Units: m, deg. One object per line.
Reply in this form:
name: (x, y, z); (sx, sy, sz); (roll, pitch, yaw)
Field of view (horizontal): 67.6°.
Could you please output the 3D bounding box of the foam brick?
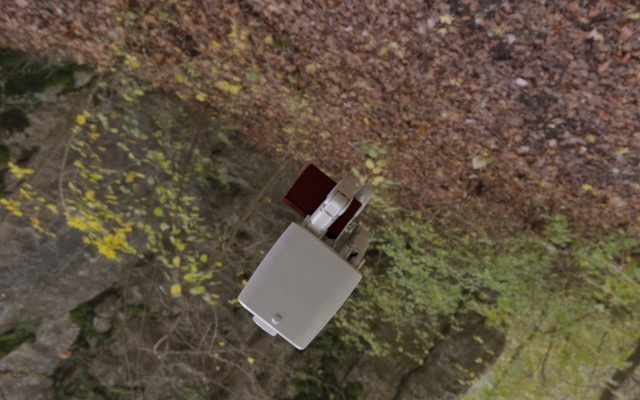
foam brick: (0.000, 0.002, 0.562); (0.078, 0.051, 0.053); (39, -7, -3)
